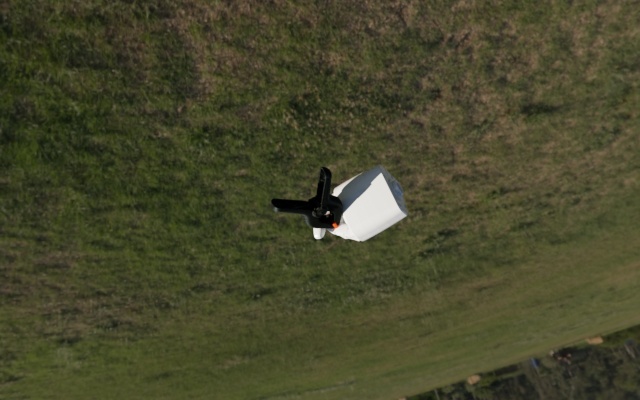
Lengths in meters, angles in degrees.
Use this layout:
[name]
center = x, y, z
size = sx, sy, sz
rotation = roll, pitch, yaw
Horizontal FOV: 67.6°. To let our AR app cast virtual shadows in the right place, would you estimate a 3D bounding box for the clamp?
[clamp]
center = 0.000, 0.003, 0.876
size = 0.120, 0.039, 0.171
rotation = -33, -32, 19
